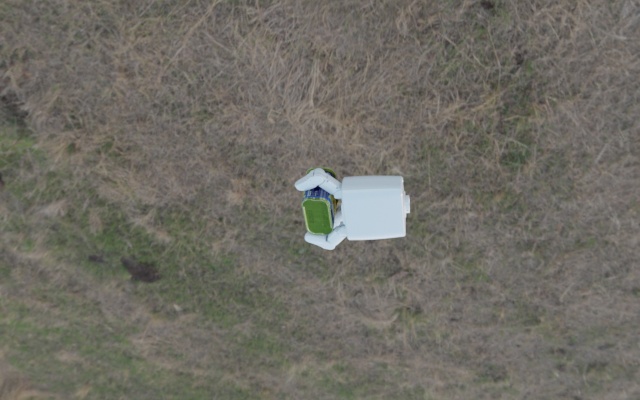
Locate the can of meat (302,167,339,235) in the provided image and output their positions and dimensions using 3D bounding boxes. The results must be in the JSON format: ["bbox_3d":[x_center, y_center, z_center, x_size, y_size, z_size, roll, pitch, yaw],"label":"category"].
[{"bbox_3d":[0.000,0.003,0.893,0.057,0.102,0.083,0,45,10],"label":"can of meat"}]
